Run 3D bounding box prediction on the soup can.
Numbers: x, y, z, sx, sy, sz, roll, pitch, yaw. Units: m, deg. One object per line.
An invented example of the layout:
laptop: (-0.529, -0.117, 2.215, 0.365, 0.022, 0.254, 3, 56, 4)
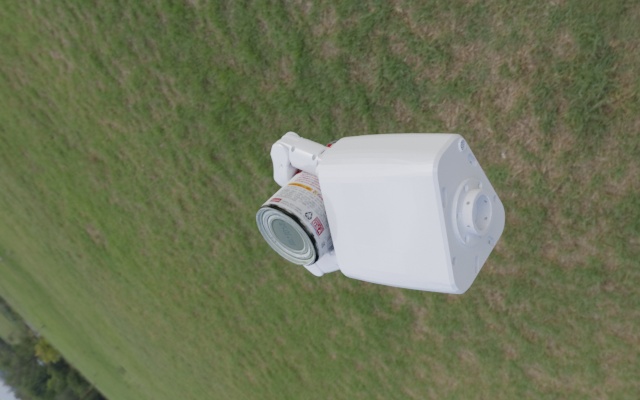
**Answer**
soup can: (-0.001, 0.001, 0.430, 0.068, 0.068, 0.102, 0, 37, 47)
